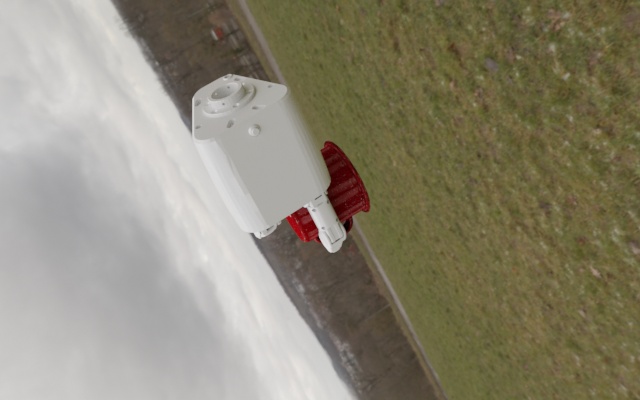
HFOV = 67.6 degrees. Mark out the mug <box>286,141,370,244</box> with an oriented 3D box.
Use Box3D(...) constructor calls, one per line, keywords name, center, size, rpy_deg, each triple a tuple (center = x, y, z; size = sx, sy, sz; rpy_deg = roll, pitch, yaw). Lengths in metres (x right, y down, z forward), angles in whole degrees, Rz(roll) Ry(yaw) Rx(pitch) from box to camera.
Box3D(name="mug", center=(0.000, 0.003, 0.541), size=(0.081, 0.117, 0.093), rpy_deg=(-31, 39, -10))
